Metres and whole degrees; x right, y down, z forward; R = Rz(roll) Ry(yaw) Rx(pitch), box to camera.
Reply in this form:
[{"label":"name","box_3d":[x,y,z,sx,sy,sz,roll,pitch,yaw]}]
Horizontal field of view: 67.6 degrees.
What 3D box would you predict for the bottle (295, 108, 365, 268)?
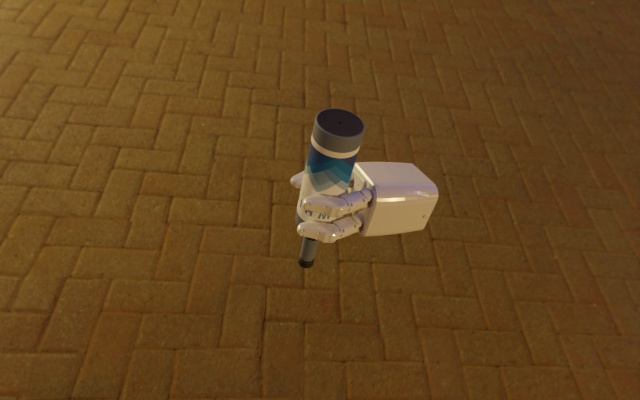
[{"label":"bottle","box_3d":[0.000,0.002,0.723,0.069,0.296,0.069,7,44,-7]}]
